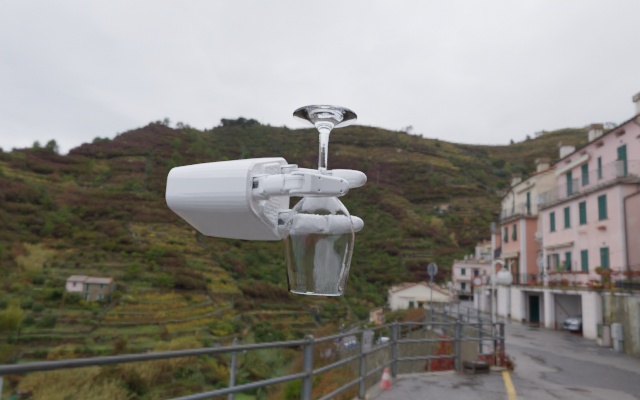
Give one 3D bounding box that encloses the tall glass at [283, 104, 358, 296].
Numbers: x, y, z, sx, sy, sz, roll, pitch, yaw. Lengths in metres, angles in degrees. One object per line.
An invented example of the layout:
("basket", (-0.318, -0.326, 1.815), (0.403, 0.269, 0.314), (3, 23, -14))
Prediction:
("tall glass", (0.000, 0.001, 0.528), (0.079, 0.201, 0.079), (3, -9, 0))
